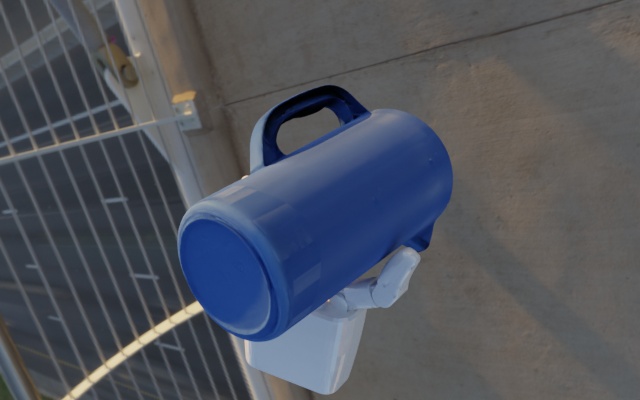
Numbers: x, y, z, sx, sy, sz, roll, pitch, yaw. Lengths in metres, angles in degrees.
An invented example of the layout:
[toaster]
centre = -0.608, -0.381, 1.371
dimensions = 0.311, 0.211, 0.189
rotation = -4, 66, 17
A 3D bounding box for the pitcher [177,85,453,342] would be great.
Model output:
[pitcher]
centre = 0.000, 0.002, 0.408
dimensions = 0.149, 0.145, 0.242
rotation = 27, 35, 27
